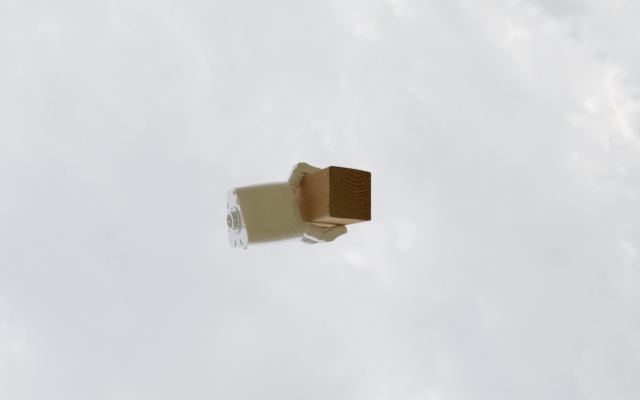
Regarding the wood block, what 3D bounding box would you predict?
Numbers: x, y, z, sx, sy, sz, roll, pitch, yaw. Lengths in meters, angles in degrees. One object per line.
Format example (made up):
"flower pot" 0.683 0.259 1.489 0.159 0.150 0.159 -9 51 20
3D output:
"wood block" 0.000 0.003 0.899 0.090 0.091 0.206 6 -11 -30
